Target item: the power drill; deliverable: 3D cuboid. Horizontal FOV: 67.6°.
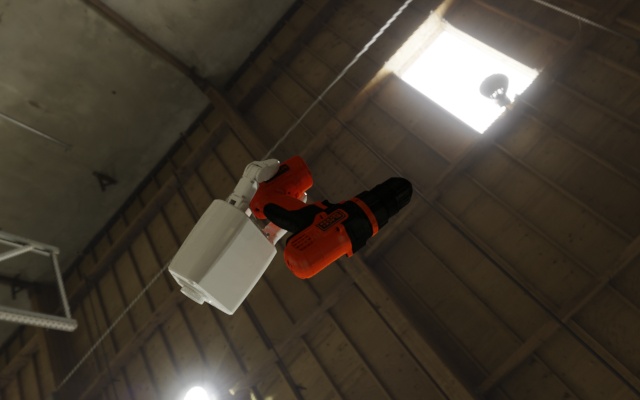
[{"bbox_3d":[0.000,0.002,0.618,0.184,0.057,0.187,-32,36,-21],"label":"power drill"}]
